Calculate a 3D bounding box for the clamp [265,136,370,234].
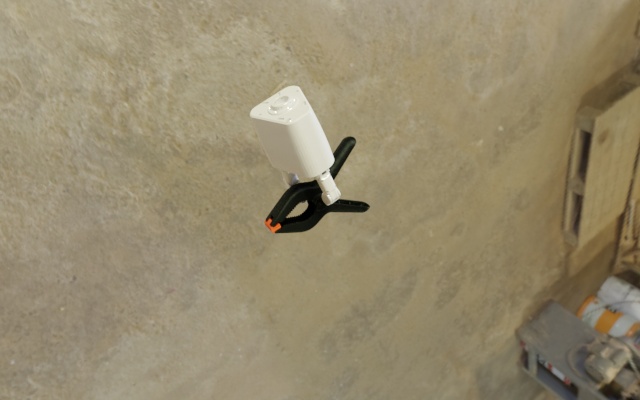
[{"bbox_3d":[0.000,0.003,0.853,0.210,0.165,0.036,-36,39,-14],"label":"clamp"}]
